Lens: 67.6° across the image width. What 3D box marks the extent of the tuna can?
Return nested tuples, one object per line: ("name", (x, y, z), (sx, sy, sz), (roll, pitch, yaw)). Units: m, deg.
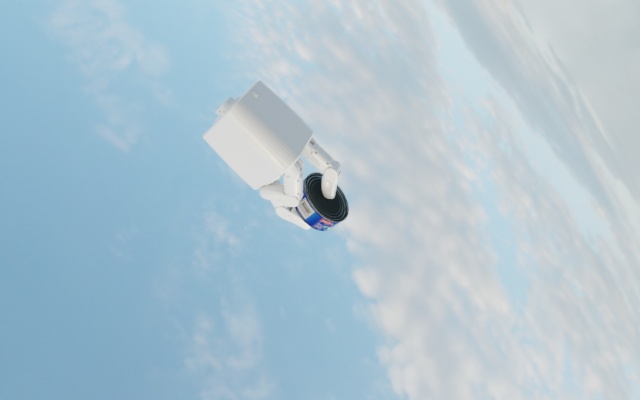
("tuna can", (0.000, 0.003, 0.718), (0.086, 0.086, 0.034), (0, -30, -48))
